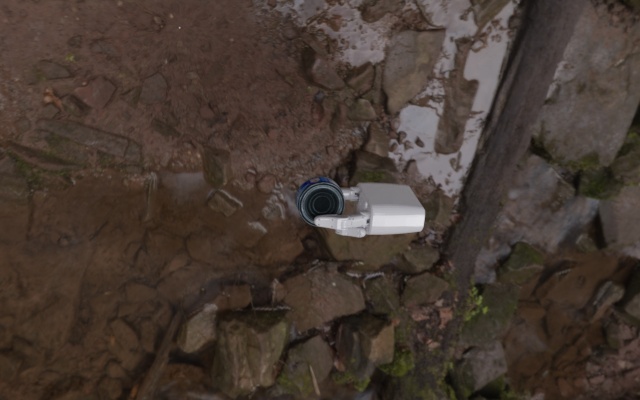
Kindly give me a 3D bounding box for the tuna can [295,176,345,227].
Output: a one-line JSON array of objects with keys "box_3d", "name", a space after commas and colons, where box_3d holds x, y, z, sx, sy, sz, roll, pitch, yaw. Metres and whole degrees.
[{"box_3d": [0.000, 0.003, 0.846, 0.086, 0.086, 0.033, 0, 19, -11], "name": "tuna can"}]
